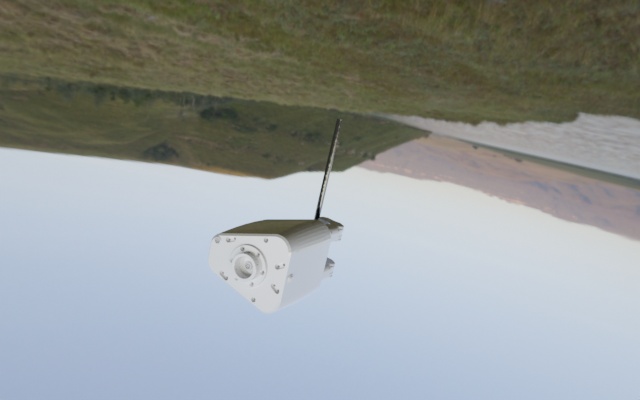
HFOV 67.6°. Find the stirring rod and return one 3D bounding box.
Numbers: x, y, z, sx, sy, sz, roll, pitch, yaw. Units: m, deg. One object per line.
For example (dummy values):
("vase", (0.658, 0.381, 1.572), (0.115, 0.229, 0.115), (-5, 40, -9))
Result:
("stirring rod", (0.000, 0.002, 0.685), (0.011, 0.239, 0.011), (13, 11, -2))
